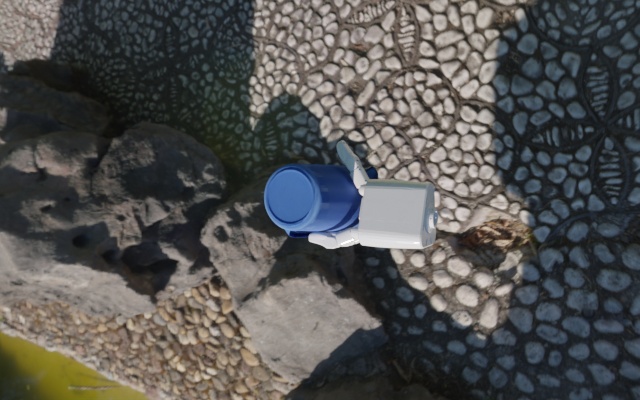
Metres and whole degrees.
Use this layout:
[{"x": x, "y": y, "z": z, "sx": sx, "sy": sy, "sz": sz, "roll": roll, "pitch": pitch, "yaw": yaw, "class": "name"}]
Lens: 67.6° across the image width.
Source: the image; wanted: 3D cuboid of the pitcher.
[{"x": 0.000, "y": 0.003, "z": 0.861, "sx": 0.145, "sy": 0.149, "sz": 0.243, "roll": 5, "pitch": 2, "yaw": 28, "class": "pitcher"}]
